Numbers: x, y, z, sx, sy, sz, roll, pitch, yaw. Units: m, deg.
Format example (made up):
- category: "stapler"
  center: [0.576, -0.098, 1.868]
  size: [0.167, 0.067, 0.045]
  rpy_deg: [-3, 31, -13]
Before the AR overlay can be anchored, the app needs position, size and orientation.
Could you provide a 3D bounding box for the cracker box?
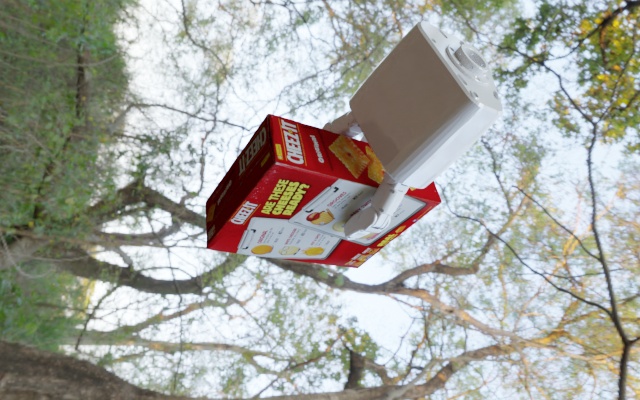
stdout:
- category: "cracker box"
  center: [0.000, 0.002, 0.540]
  size: [0.214, 0.072, 0.164]
  rpy_deg: [12, -40, -32]
